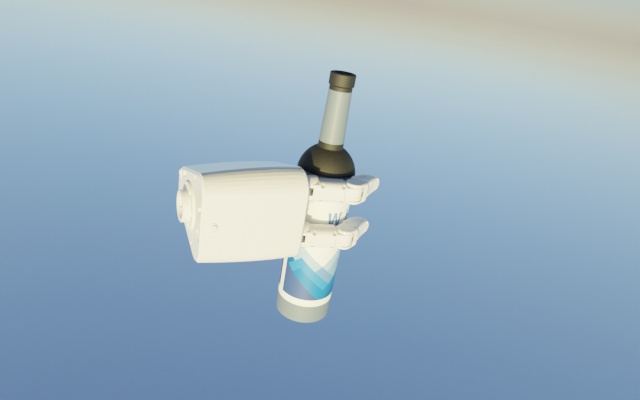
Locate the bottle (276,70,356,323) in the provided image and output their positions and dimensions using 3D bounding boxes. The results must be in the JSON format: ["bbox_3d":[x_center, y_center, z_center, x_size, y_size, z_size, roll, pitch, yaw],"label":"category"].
[{"bbox_3d":[0.000,0.002,0.549,0.069,0.296,0.069,8,24,-4],"label":"bottle"}]
